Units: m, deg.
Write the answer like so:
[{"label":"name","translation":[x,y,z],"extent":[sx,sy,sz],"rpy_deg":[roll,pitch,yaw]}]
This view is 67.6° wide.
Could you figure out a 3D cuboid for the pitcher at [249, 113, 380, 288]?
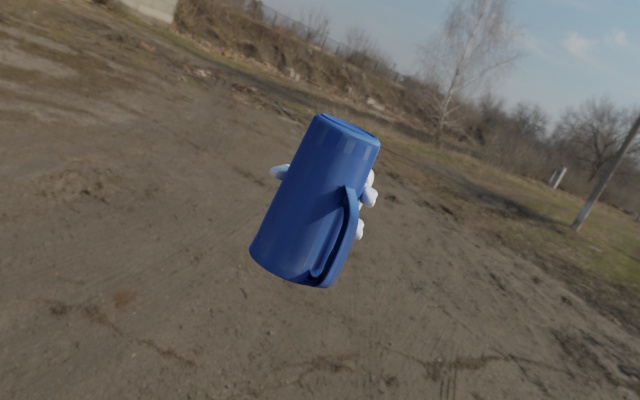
[{"label":"pitcher","translation":[0.000,0.002,0.721],"extent":[0.149,0.243,0.145],"rpy_deg":[26,14,8]}]
